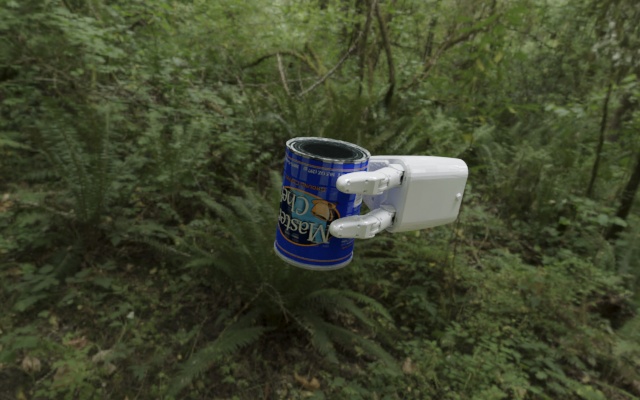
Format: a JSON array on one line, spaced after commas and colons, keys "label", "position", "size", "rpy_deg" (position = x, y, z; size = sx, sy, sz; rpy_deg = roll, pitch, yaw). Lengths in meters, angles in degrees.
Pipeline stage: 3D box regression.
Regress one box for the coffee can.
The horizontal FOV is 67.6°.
[{"label": "coffee can", "position": [0.000, 0.002, 0.597], "size": [0.103, 0.140, 0.102], "rpy_deg": [7, 20, -3]}]
